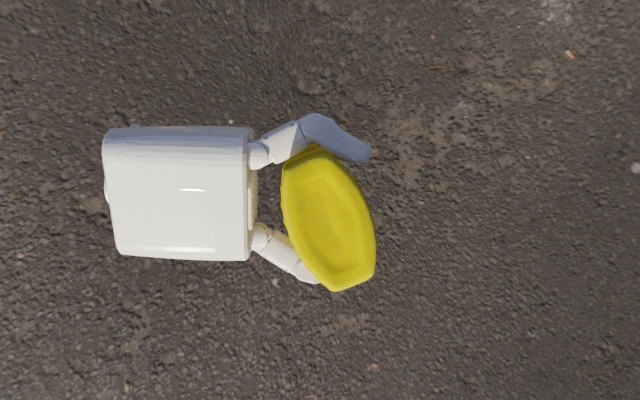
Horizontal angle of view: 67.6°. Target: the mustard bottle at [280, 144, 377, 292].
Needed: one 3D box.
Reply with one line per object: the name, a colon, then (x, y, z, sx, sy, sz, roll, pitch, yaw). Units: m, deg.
mustard bottle: (0.000, 0.001, 0.405, 0.058, 0.096, 0.191, -23, 10, 0)
